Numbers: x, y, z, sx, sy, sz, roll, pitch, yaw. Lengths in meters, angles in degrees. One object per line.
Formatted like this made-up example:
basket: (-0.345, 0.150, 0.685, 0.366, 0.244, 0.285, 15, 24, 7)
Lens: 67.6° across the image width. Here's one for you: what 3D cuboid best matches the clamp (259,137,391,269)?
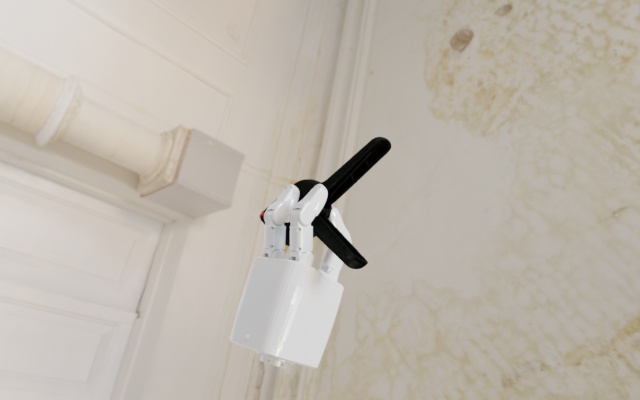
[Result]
clamp: (0.000, 0.003, 0.607, 0.036, 0.164, 0.210, 33, -23, -35)
